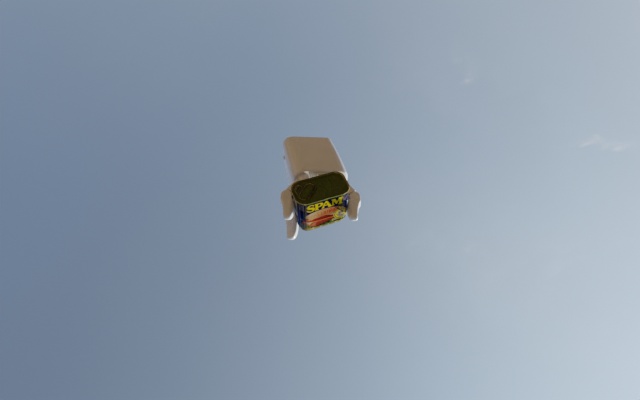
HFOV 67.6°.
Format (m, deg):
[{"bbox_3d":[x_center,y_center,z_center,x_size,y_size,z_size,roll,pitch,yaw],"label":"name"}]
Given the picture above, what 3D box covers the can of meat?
[{"bbox_3d":[0.000,0.003,0.878,0.102,0.057,0.084,-16,-38,-12],"label":"can of meat"}]
